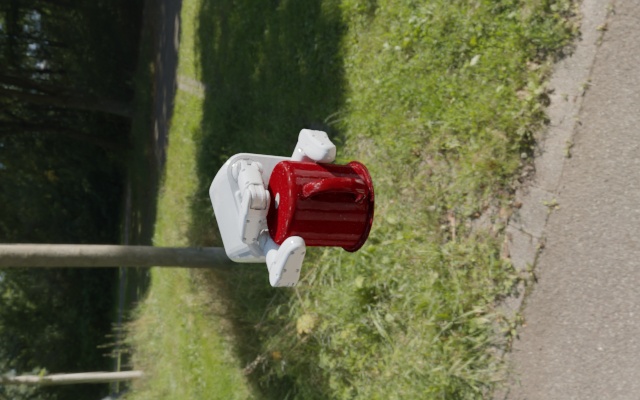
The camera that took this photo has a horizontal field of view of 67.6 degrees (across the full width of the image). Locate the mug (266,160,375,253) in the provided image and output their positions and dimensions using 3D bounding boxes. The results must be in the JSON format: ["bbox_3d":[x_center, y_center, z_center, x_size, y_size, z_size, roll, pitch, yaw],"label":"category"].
[{"bbox_3d":[0.000,0.001,0.455,0.081,0.093,0.117,3,-13,-23],"label":"mug"}]
